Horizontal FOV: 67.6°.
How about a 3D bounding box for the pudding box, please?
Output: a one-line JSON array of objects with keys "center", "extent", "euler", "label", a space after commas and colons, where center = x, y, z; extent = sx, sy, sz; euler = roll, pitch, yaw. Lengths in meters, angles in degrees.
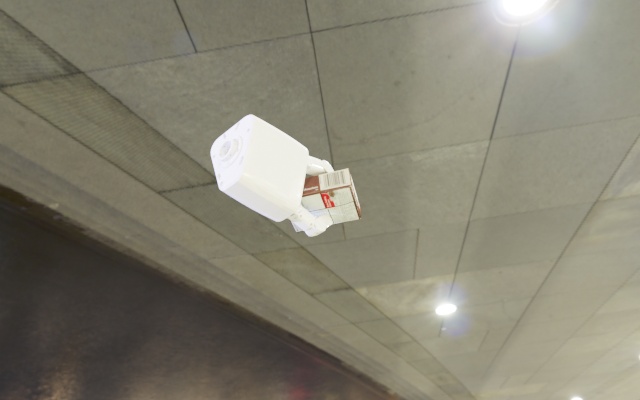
[{"center": [0.000, 0.003, 0.740], "extent": [0.113, 0.039, 0.090], "euler": [-11, -38, 8], "label": "pudding box"}]
